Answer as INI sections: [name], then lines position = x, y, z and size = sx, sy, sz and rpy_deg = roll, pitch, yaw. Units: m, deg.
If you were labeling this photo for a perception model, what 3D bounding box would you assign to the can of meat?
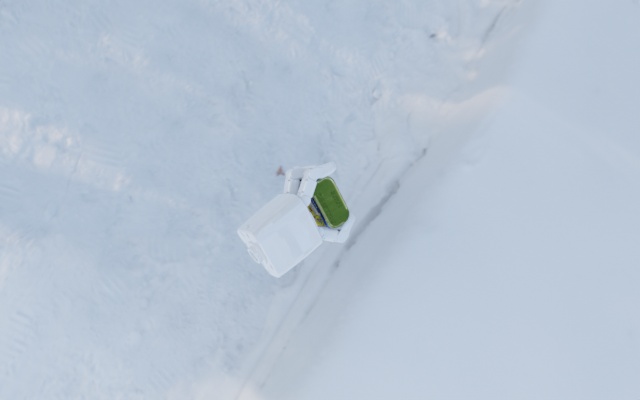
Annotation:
[can of meat]
position = 0.000, 0.003, 0.894
size = 0.057, 0.102, 0.084
rpy_deg = -35, 17, -23
